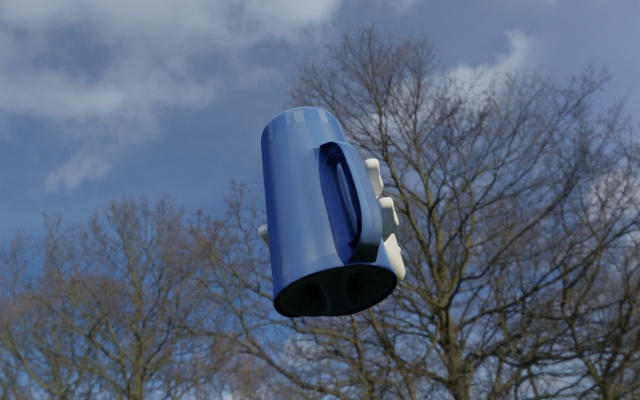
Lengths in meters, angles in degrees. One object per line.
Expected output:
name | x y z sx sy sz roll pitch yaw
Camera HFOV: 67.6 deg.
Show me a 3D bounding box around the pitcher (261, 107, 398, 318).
pitcher | 0.000 0.002 0.558 0.149 0.242 0.145 -23 -35 15
